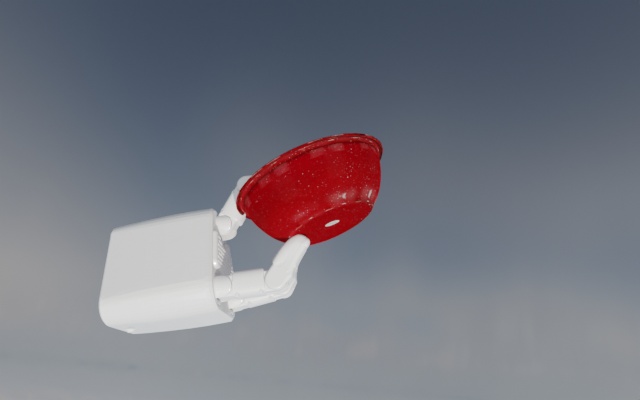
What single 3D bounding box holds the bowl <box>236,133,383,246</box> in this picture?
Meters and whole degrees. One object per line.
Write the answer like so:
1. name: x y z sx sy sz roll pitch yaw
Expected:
1. bowl: 0.001 0.001 0.481 0.162 0.055 0.162 -21 -21 -9
